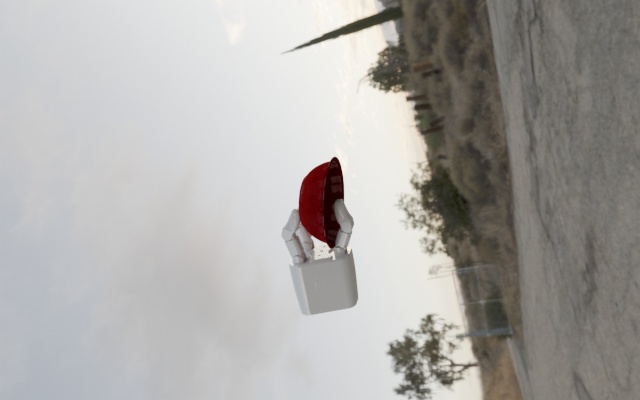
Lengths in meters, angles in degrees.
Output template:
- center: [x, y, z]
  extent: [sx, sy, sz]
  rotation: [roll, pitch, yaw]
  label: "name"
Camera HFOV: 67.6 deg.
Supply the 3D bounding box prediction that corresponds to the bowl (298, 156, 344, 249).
- center: [0.000, 0.001, 0.843]
  extent: [0.055, 0.162, 0.162]
  rotation: [3, 1, 14]
  label: "bowl"
